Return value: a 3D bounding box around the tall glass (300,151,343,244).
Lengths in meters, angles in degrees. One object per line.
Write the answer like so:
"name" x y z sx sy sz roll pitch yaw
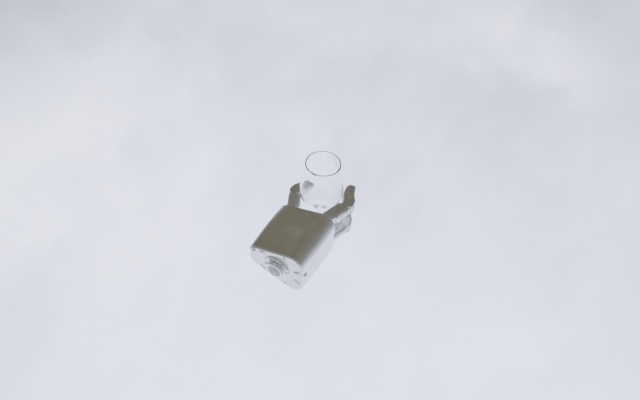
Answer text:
"tall glass" 0.000 0.003 0.878 0.079 0.079 0.201 0 -41 -4
